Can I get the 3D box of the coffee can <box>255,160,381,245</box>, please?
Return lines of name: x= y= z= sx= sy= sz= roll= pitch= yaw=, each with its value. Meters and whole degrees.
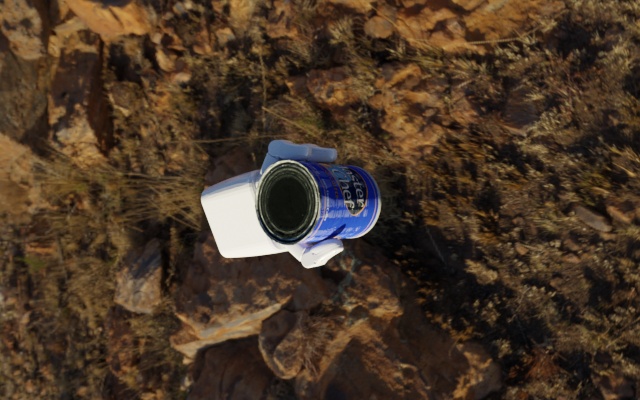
coffee can: x=0.000 y=0.002 z=0.621 sx=0.103 sy=0.103 sz=0.140 roll=0 pitch=0 yaw=37
